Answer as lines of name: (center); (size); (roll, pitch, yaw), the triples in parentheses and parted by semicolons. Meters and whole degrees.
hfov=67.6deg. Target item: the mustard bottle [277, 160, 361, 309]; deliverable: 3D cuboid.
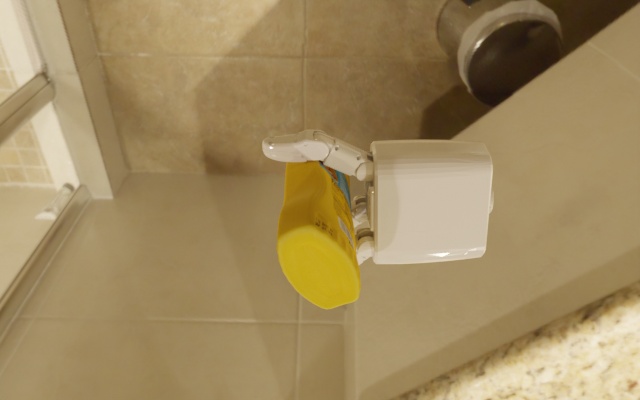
mustard bottle: (0.000, 0.002, 0.456); (0.058, 0.096, 0.191); (-22, 34, 16)
